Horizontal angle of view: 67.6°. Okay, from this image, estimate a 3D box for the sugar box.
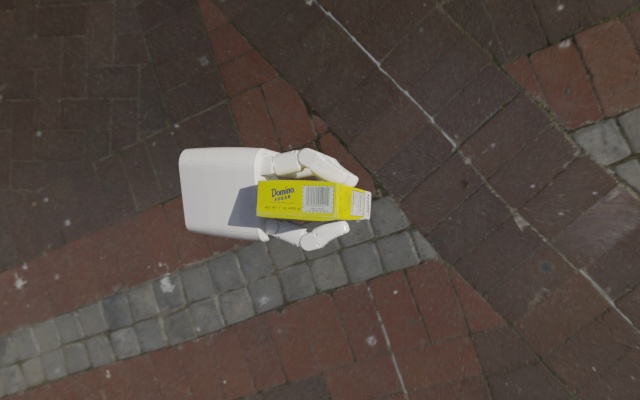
[{"bbox_3d":[0.000,0.001,0.585,0.093,0.048,0.176,3,1,17],"label":"sugar box"}]
